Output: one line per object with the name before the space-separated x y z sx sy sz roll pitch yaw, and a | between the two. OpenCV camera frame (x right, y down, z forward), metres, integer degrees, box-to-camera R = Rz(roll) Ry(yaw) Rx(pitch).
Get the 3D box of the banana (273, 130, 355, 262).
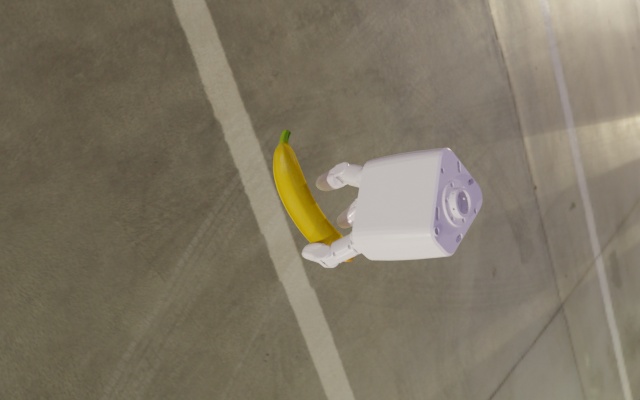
banana | -0.012 0.008 0.609 0.037 0.198 0.069 -12 20 44
